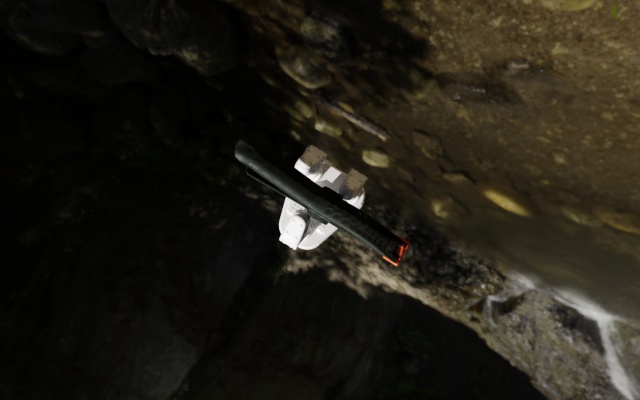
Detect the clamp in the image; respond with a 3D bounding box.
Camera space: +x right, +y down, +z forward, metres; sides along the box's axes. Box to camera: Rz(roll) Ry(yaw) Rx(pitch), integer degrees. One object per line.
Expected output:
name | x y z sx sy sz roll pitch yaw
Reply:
clamp | 0.000 0.003 0.501 0.210 0.036 0.164 32 -4 4
